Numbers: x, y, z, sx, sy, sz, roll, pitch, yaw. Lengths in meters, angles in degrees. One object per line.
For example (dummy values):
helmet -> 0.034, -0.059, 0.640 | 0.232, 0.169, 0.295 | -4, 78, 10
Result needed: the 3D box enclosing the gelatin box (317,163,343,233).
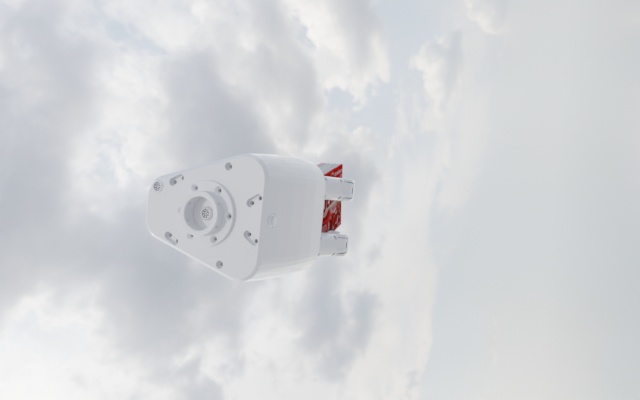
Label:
gelatin box -> 0.000, 0.002, 0.518 | 0.030, 0.073, 0.089 | 5, 14, 17
